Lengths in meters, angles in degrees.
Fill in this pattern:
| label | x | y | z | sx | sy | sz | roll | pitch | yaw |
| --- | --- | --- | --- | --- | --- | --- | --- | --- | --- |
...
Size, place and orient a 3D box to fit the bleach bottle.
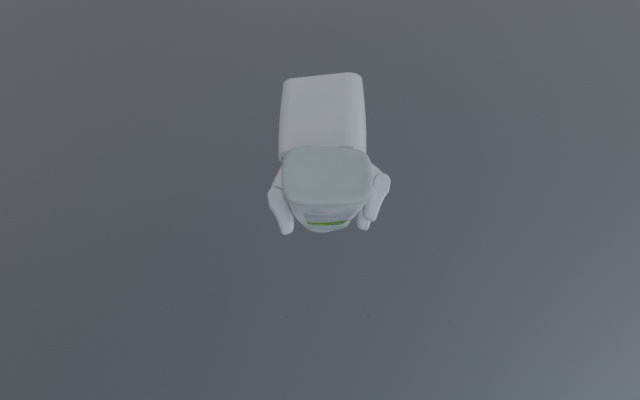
| label | x | y | z | sx | sy | sz | roll | pitch | yaw |
| --- | --- | --- | --- | --- | --- | --- | --- | --- | --- |
| bleach bottle | 0.000 | 0.002 | 0.627 | 0.102 | 0.068 | 0.251 | 1 | -14 | -4 |
